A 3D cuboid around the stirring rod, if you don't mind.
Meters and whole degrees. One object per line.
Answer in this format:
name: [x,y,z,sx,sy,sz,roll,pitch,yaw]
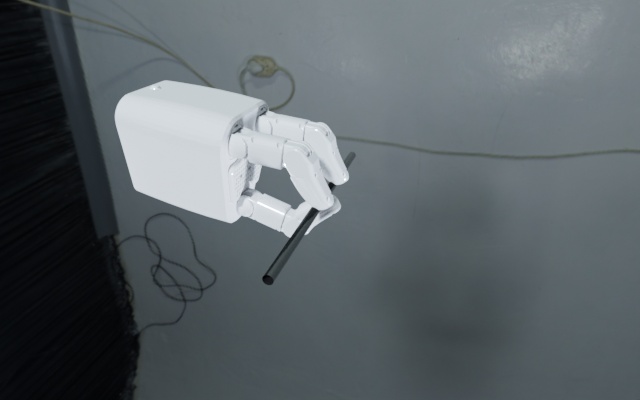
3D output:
stirring rod: [0.000,0.001,0.414,0.011,0.011,0.239,0,25,18]
